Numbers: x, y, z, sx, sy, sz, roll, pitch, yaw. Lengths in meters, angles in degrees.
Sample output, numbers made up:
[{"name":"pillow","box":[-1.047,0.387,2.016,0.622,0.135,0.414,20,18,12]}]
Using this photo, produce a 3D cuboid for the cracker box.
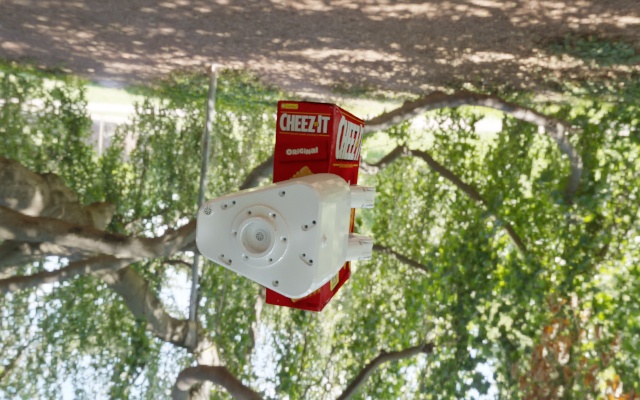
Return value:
[{"name":"cracker box","box":[0.000,0.002,0.560,0.072,0.214,0.164,6,5,14]}]
